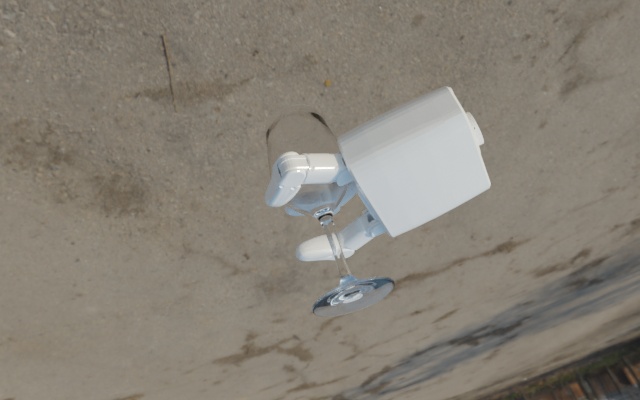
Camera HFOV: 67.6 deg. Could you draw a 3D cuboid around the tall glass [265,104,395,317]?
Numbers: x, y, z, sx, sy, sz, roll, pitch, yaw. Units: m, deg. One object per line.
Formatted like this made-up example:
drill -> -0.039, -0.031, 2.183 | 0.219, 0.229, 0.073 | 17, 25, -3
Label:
tall glass -> 0.000, 0.002, 0.454 | 0.079, 0.201, 0.079 | -15, -30, -9
